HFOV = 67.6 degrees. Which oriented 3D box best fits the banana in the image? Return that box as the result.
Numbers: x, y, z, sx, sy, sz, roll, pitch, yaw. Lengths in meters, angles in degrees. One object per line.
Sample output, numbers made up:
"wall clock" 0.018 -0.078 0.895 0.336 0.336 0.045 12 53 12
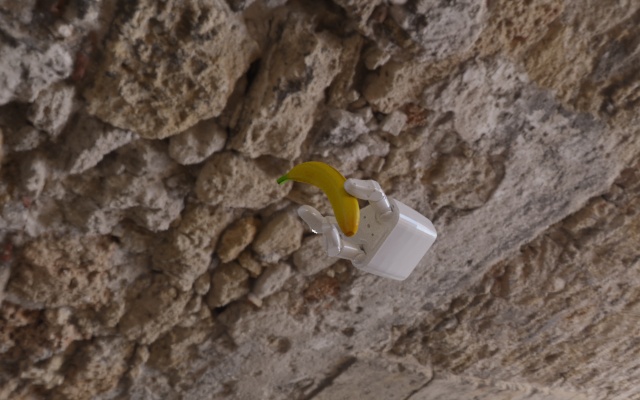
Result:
"banana" 0.008 -0.015 0.703 0.037 0.069 0.197 29 4 -41
